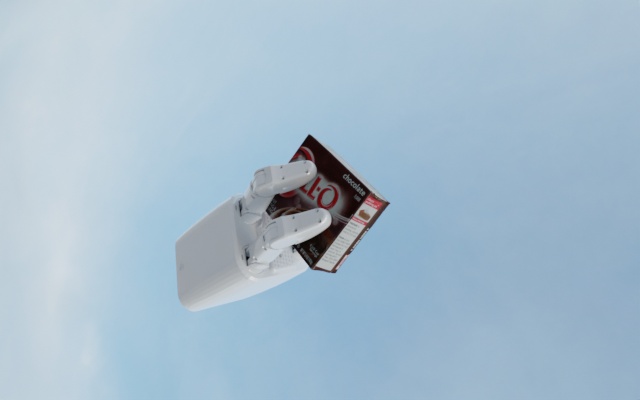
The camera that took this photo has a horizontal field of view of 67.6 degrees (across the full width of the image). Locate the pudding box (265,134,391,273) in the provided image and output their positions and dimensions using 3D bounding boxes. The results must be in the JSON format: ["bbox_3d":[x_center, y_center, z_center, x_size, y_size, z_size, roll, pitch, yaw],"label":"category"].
[{"bbox_3d":[0.000,0.002,0.462,0.039,0.090,0.113,22,18,-48],"label":"pudding box"}]
